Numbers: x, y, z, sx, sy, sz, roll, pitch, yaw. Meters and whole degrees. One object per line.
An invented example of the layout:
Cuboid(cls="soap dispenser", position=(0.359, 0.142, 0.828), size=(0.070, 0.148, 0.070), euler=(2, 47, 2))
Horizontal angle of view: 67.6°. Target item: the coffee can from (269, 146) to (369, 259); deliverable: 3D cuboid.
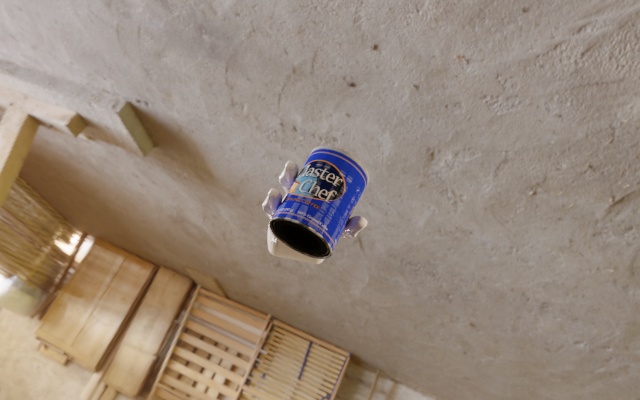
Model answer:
Cuboid(cls="coffee can", position=(0.000, 0.002, 0.725), size=(0.103, 0.140, 0.103), euler=(23, -27, 12))
